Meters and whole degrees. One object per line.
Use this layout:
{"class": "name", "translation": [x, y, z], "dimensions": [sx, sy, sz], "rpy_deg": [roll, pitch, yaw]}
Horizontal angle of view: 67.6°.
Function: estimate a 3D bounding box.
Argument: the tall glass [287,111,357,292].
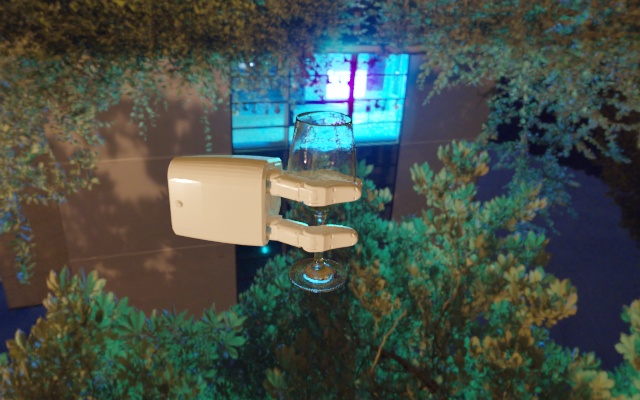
{"class": "tall glass", "translation": [0.000, 0.002, 0.552], "dimensions": [0.079, 0.201, 0.079], "rpy_deg": [2, 24, -1]}
